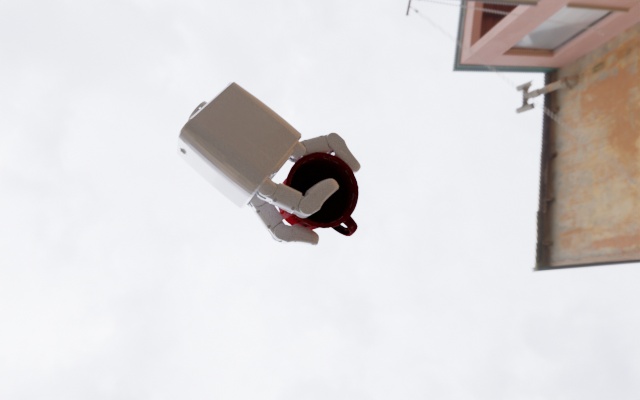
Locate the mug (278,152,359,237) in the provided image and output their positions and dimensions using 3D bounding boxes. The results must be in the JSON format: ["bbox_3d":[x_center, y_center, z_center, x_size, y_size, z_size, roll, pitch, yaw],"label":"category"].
[{"bbox_3d":[0.001,0.003,0.610,0.117,0.093,0.081,42,-19,-6],"label":"mug"}]
